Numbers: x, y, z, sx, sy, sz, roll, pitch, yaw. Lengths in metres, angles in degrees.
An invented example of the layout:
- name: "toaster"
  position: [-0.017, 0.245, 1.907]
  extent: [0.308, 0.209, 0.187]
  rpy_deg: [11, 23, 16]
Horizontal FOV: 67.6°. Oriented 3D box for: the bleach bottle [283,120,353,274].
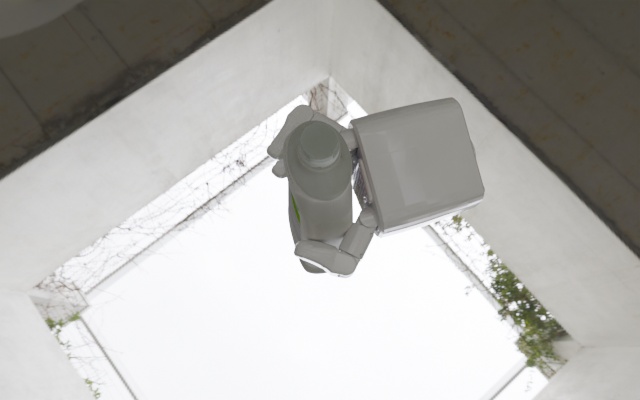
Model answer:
- name: "bleach bottle"
  position: [0.000, 0.001, 0.460]
  extent: [0.068, 0.102, 0.251]
  rpy_deg: [-16, -16, -6]
